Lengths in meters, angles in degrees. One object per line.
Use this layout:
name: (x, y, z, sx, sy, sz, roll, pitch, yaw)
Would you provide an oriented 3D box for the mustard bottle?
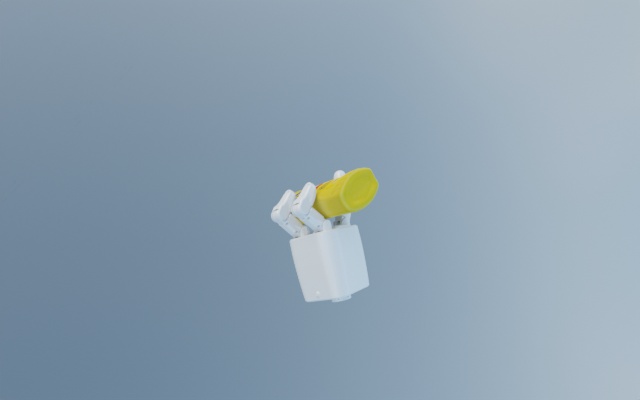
mustard bottle: (0.000, 0.002, 0.797, 0.191, 0.058, 0.096, -19, 17, 46)
